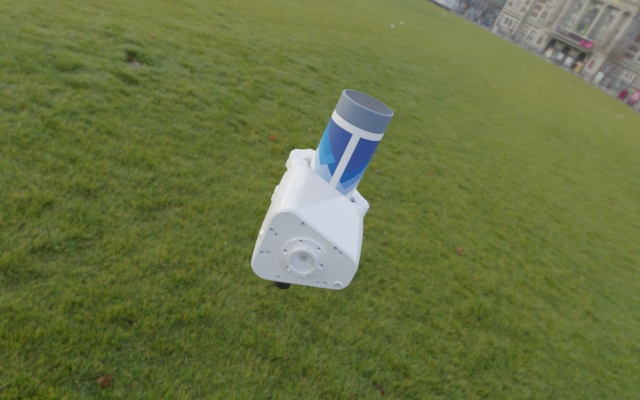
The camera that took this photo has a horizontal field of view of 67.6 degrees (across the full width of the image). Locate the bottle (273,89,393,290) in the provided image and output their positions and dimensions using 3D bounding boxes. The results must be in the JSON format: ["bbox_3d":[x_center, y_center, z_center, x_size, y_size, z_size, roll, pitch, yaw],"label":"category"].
[{"bbox_3d":[0.000,0.002,0.633,0.069,0.296,0.069,20,27,-11],"label":"bottle"}]
